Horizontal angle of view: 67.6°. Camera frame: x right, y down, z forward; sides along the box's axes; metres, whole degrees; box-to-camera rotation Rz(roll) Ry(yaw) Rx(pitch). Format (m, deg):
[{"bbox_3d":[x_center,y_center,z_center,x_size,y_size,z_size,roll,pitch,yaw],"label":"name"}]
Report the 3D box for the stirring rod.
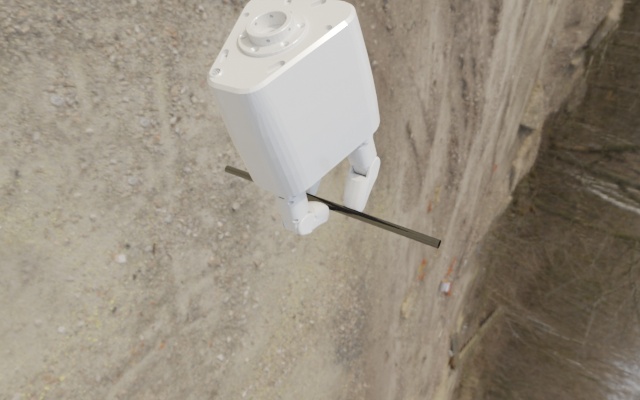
[{"bbox_3d":[0.000,0.001,0.460,0.239,0.011,0.011,20,9,27],"label":"stirring rod"}]
